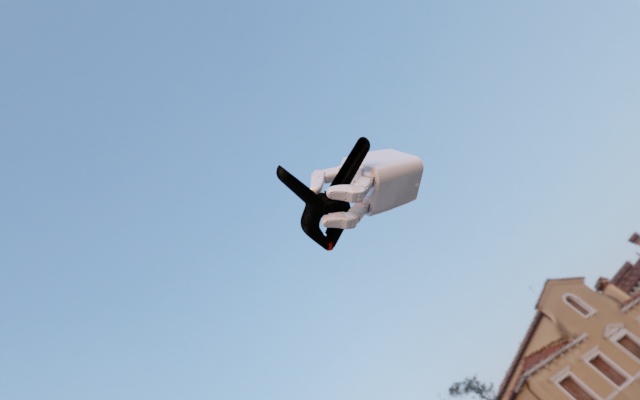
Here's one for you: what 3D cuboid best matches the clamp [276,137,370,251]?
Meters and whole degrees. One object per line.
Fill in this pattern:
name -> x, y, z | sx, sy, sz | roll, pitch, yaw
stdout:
clamp -> 0.000, 0.003, 0.791 | 0.164, 0.210, 0.036 | -15, 40, -26
